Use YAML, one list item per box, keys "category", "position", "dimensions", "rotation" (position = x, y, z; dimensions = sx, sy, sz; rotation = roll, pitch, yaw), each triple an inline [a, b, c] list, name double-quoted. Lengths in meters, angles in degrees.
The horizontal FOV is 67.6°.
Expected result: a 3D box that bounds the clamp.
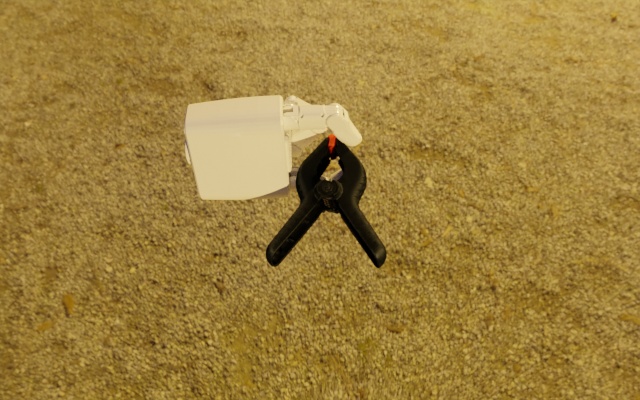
- category: "clamp"
  position: [0.000, 0.001, 0.515]
  dimensions: [0.120, 0.171, 0.039]
  rotation: [-4, -38, -2]
